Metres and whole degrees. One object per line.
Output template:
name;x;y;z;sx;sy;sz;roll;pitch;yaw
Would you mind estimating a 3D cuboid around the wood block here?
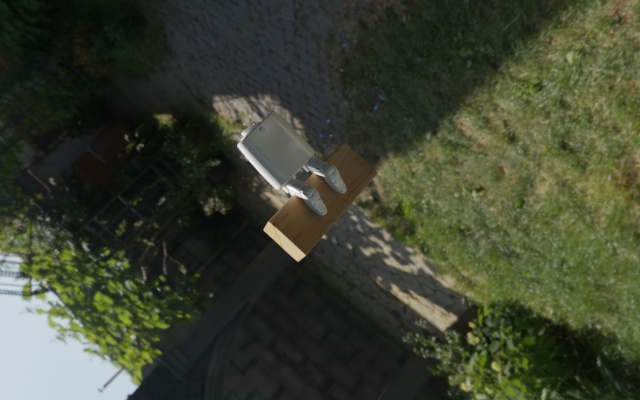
wood block;0.000;0.003;0.885;0.090;0.206;0.091;42;-18;0
